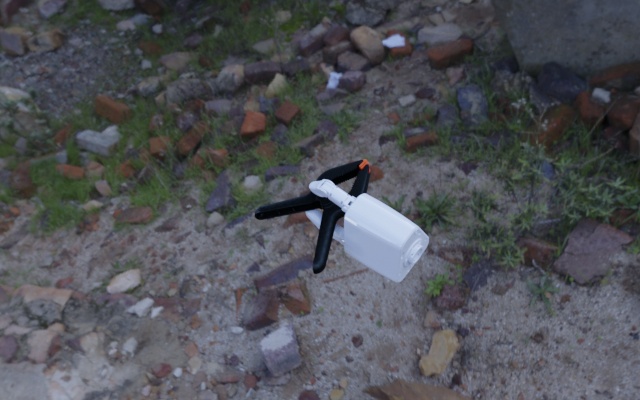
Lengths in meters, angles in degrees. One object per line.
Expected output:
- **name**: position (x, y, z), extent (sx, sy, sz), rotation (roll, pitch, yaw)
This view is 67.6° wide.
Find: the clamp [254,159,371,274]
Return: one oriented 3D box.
- **clamp**: position (0.000, 0.002, 0.809), extent (0.164, 0.210, 0.036), rotation (33, -18, 26)
